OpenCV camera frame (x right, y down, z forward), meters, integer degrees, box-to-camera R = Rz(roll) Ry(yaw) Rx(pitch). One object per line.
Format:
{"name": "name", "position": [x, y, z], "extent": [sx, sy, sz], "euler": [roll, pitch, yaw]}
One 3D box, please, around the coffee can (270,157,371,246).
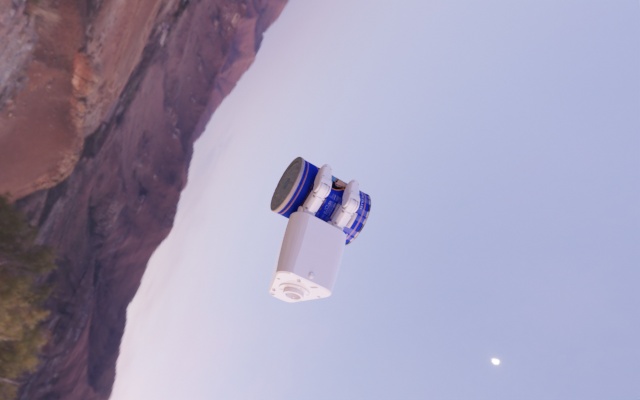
{"name": "coffee can", "position": [0.000, 0.002, 0.815], "extent": [0.140, 0.103, 0.103], "euler": [28, -10, -19]}
